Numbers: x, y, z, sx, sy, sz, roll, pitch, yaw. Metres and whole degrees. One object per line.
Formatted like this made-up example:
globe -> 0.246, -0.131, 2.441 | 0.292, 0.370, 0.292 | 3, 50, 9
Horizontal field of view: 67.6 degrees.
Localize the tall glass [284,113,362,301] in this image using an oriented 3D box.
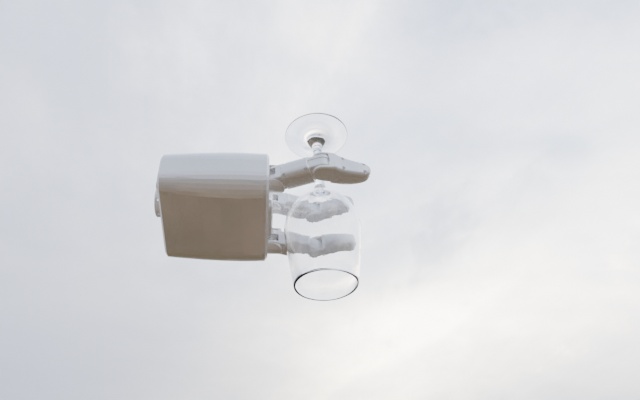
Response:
tall glass -> 0.000, 0.001, 0.505 | 0.079, 0.200, 0.079 | -3, -38, -2
